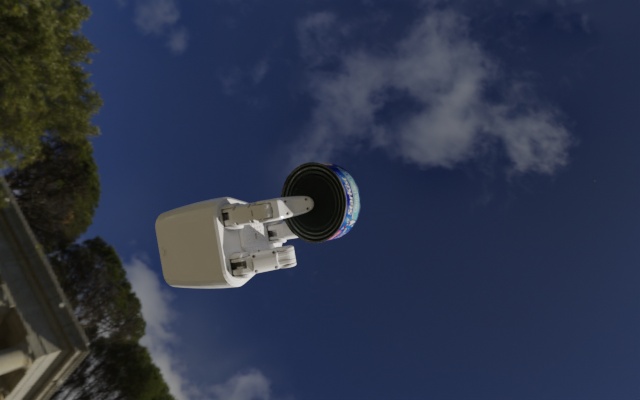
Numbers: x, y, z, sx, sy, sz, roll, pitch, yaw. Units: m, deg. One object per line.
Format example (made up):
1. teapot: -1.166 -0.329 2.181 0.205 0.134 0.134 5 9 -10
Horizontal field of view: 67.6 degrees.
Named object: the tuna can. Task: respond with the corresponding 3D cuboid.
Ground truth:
1. tuna can: 0.000 0.002 0.519 0.086 0.086 0.034 0 3 35
